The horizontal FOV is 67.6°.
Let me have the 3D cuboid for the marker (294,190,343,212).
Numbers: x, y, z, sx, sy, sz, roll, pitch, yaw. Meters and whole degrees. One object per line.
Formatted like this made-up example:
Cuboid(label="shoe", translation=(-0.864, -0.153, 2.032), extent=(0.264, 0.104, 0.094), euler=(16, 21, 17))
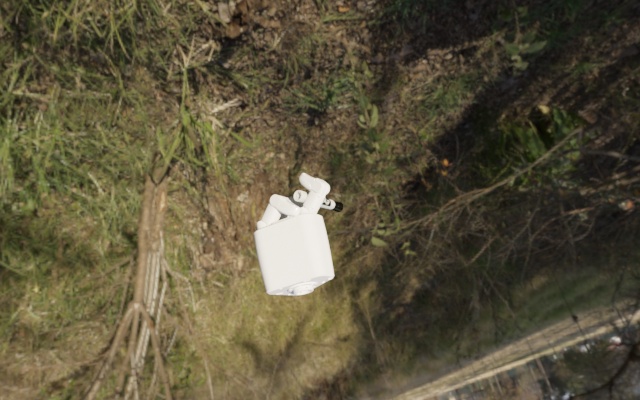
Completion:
Cuboid(label="marker", translation=(0.000, 0.003, 0.824), extent=(0.020, 0.020, 0.121), euler=(0, -10, 39))
